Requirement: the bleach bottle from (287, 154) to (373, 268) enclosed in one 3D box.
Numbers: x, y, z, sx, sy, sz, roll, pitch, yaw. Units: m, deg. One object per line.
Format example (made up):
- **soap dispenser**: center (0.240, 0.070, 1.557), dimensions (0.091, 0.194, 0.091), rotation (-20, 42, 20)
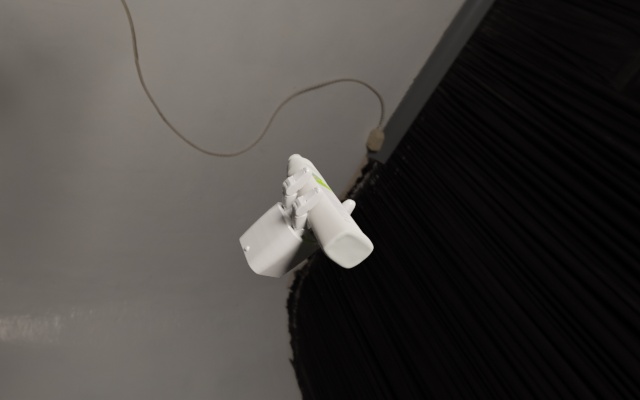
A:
- **bleach bottle**: center (0.000, 0.003, 0.872), dimensions (0.068, 0.250, 0.103), rotation (-40, -43, 10)
